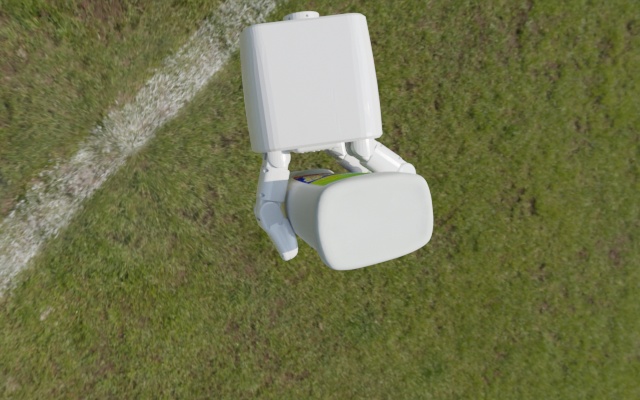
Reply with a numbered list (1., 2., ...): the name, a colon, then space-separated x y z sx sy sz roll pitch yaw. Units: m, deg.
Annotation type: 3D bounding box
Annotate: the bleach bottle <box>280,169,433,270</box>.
1. bleach bottle: 0.000 0.002 0.470 0.102 0.068 0.251 -11 10 -20
